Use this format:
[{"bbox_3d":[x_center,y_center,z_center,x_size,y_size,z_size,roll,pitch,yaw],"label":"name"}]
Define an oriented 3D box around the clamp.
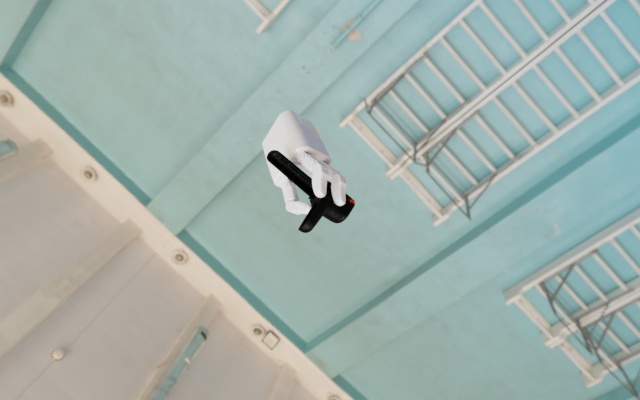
[{"bbox_3d":[0.000,0.003,0.859,0.036,0.164,0.210,-38,-35,25],"label":"clamp"}]
